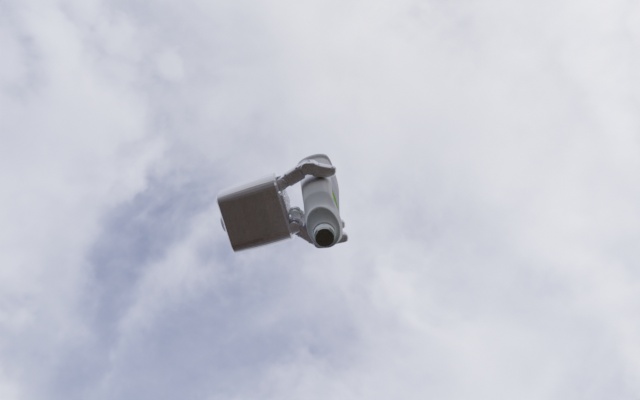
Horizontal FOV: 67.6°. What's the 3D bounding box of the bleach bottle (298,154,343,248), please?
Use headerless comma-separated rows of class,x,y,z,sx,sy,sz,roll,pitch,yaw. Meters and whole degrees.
bleach bottle,0.000,0.003,0.800,0.068,0.103,0.250,-18,20,5
